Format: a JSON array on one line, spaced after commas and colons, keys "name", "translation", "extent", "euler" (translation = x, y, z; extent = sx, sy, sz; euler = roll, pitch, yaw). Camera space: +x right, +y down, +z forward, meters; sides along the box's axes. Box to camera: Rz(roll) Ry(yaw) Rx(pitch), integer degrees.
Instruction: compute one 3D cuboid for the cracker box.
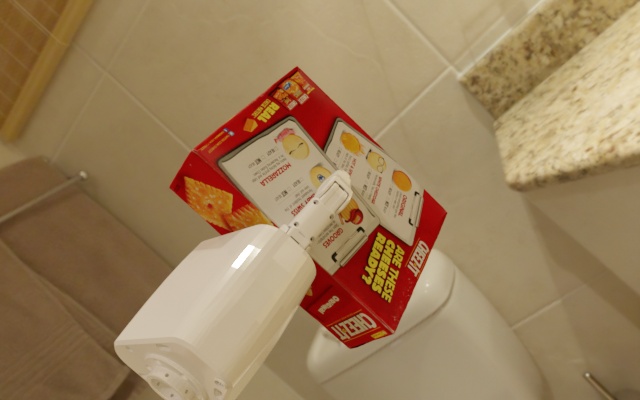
[{"name": "cracker box", "translation": [0.000, 0.001, 0.441], "extent": [0.072, 0.214, 0.164], "euler": [-40, 9, 47]}]
